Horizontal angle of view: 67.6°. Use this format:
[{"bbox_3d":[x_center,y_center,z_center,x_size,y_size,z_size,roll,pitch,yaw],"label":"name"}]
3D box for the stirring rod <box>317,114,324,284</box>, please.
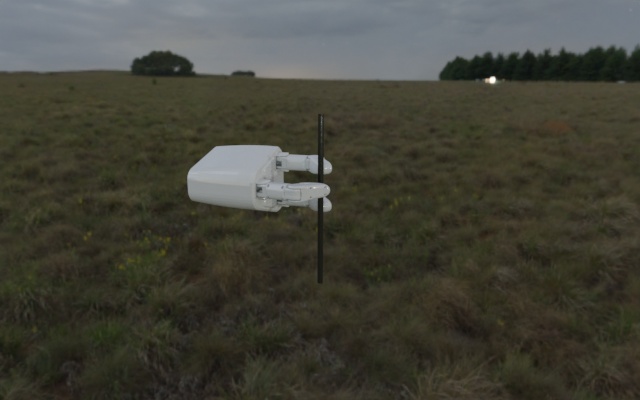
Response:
[{"bbox_3d":[0.000,0.002,0.663,0.011,0.239,0.011,0,14,0],"label":"stirring rod"}]
